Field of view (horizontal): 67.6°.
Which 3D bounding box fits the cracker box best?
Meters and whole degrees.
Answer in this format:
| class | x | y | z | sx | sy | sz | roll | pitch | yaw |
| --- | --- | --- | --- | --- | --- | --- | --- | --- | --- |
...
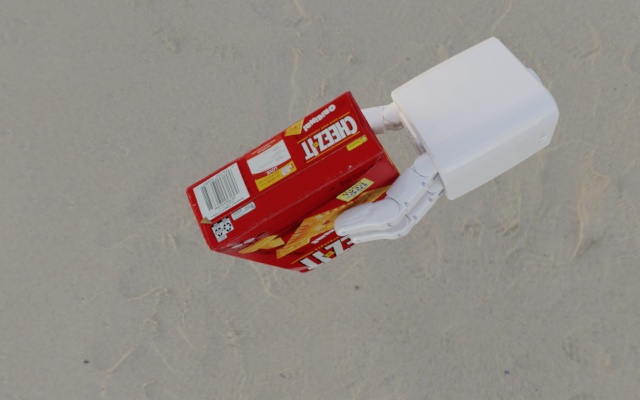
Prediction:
| class | x | y | z | sx | sy | sz | roll | pitch | yaw |
| --- | --- | --- | --- | --- | --- | --- | --- | --- | --- |
| cracker box | 0.000 | 0.001 | 0.475 | 0.164 | 0.072 | 0.214 | -30 | -21 | 10 |
